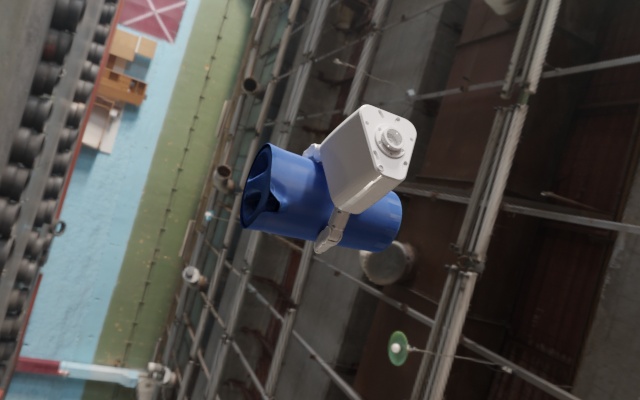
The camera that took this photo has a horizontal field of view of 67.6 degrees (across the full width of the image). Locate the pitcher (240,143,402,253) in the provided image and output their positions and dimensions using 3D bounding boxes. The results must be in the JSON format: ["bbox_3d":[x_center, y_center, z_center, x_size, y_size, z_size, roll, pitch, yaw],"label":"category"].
[{"bbox_3d":[0.000,0.002,0.769,0.243,0.149,0.145,16,-32,-23],"label":"pitcher"}]
